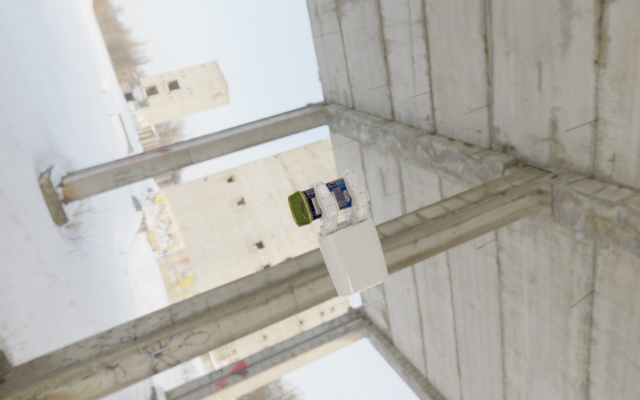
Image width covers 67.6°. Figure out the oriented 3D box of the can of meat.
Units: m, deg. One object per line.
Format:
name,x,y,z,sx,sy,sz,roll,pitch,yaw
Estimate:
can of meat,0.000,0.002,0.806,0.084,0.057,0.102,-19,-1,-18
